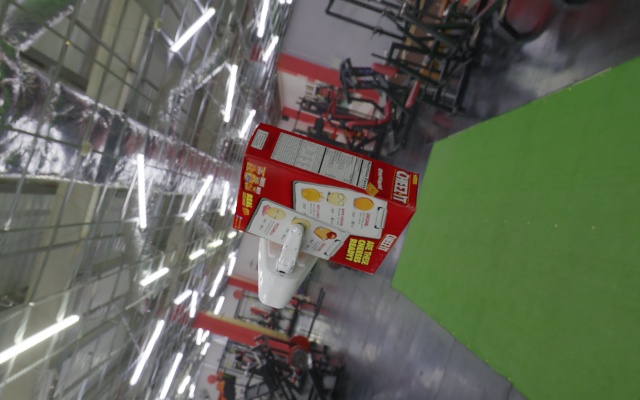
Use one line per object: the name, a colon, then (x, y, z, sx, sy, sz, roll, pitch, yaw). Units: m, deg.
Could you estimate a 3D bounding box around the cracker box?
cracker box: (0.000, 0.002, 0.634, 0.214, 0.072, 0.164, 18, -39, -3)
